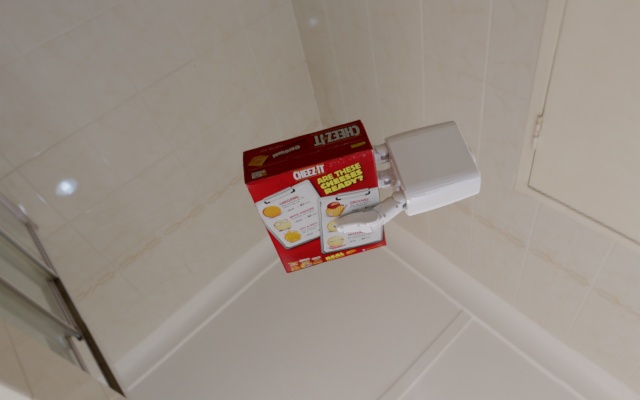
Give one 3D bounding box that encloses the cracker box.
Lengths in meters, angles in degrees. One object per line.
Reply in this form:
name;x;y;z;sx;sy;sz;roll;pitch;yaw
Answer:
cracker box;0.000;0.002;0.677;0.164;0.072;0.214;-16;-41;1
